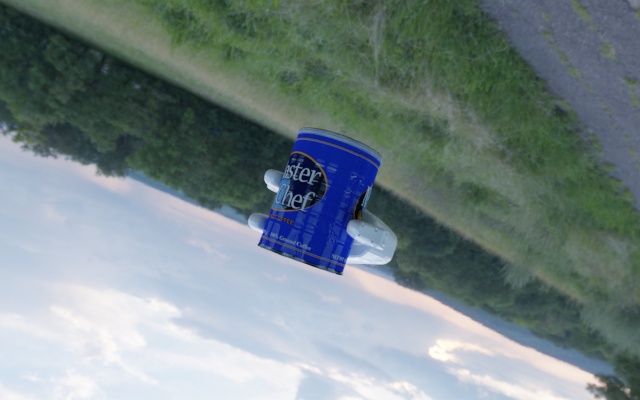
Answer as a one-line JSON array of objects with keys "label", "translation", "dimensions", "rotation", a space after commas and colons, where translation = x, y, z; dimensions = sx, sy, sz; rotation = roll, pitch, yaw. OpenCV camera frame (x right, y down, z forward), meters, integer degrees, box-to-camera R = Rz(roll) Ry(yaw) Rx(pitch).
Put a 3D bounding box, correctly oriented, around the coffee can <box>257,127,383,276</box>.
[{"label": "coffee can", "translation": [0.000, 0.002, 0.542], "dimensions": [0.103, 0.140, 0.103], "rotation": [19, -5, 2]}]
